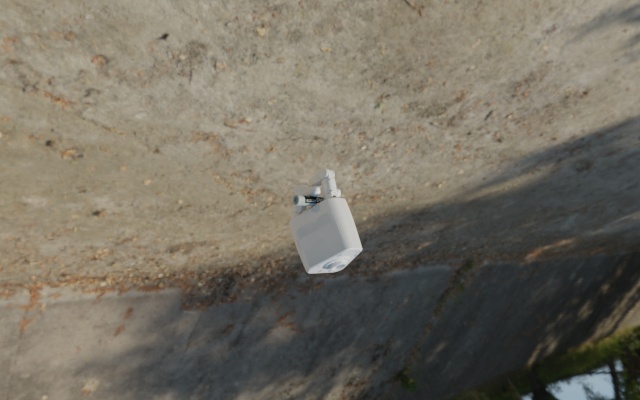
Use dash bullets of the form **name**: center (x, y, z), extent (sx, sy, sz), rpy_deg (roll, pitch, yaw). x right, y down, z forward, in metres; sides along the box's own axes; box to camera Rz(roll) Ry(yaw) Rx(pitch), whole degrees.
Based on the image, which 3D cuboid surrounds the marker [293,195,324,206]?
- **marker**: center (0.000, 0.003, 0.894), extent (0.121, 0.020, 0.020), rpy_deg (5, -3, -42)
